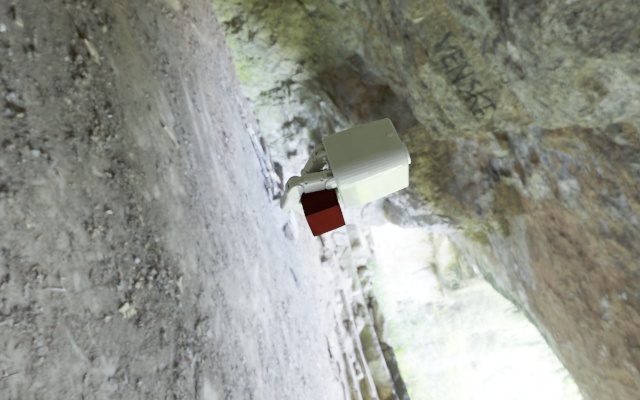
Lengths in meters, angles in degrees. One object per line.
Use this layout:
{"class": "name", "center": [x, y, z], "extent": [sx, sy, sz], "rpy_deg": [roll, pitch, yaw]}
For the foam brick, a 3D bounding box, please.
{"class": "foam brick", "center": [0.000, 0.003, 0.698], "extent": [0.051, 0.078, 0.053], "rpy_deg": [-18, -40, 3]}
